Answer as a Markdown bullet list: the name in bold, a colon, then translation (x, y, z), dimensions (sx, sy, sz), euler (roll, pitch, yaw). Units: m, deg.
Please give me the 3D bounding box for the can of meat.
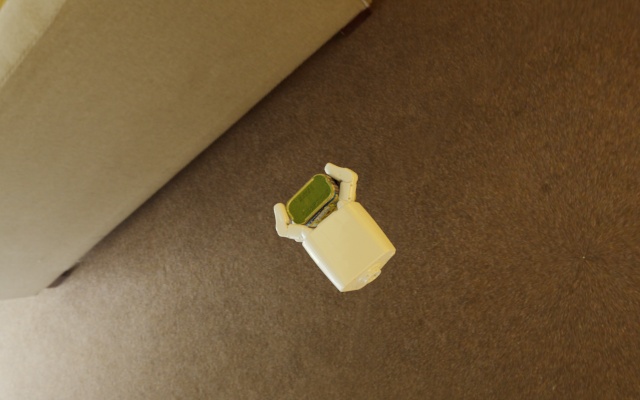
- **can of meat**: translation (0.000, 0.003, 0.839), dimensions (0.102, 0.057, 0.084), euler (-44, -24, 17)
